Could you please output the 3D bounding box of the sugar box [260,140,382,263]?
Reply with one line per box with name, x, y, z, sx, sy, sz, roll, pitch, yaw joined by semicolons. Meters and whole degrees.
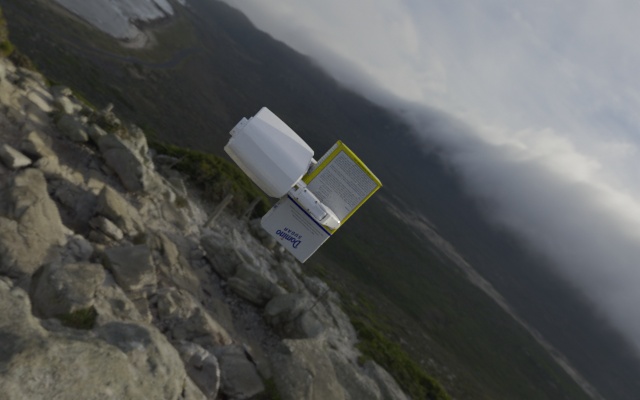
sugar box;0.000;0.002;0.738;0.176;0.093;0.048;-44;13;9
